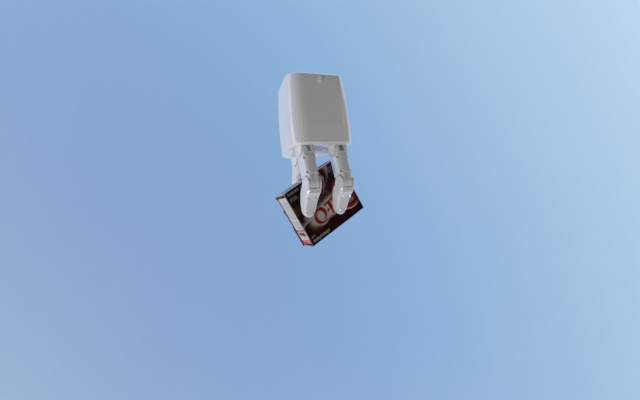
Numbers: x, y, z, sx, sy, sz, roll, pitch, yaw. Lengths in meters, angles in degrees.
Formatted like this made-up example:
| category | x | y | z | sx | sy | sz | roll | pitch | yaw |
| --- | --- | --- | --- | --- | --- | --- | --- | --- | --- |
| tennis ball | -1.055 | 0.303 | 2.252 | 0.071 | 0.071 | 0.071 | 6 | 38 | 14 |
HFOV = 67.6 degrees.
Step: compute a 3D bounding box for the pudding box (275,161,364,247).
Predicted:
| category | x | y | z | sx | sy | sz | roll | pitch | yaw |
| --- | --- | --- | --- | --- | --- | --- | --- | --- | --- |
| pudding box | 0.000 | 0.002 | 0.723 | 0.113 | 0.090 | 0.039 | -36 | 13 | -26 |
